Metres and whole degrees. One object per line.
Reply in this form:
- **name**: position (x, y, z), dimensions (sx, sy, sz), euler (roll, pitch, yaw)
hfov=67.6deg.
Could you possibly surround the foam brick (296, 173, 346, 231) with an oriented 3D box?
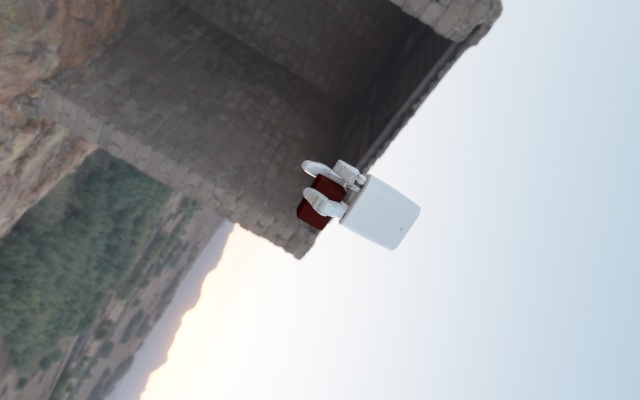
- **foam brick**: position (0.000, 0.003, 0.811), dimensions (0.051, 0.078, 0.053), euler (30, 14, -11)
